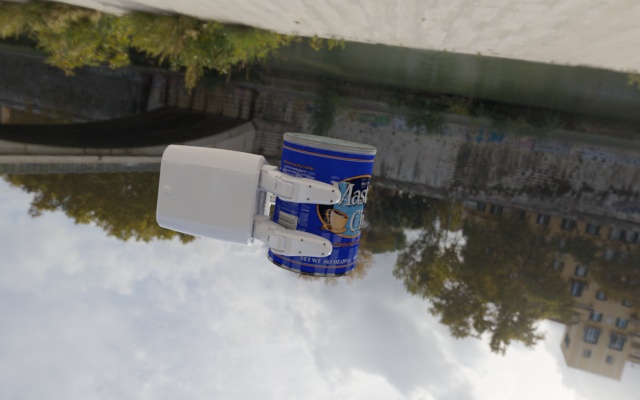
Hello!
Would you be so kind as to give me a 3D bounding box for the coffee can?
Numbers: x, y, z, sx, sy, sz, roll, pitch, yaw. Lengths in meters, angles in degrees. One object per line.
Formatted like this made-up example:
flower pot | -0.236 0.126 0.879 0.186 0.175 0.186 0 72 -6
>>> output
coffee can | 0.000 0.002 0.535 0.103 0.140 0.103 9 11 -2
